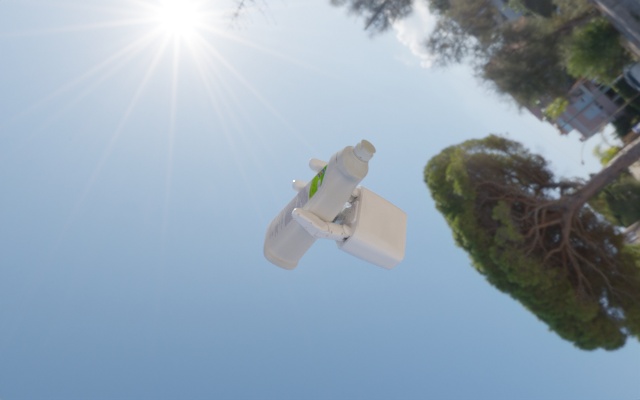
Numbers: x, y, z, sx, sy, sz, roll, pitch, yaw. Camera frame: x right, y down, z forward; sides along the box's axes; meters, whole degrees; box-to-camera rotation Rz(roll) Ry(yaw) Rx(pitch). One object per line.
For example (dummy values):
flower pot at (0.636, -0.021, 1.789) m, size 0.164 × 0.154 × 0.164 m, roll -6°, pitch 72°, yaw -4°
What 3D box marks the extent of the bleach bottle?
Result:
bleach bottle at (0.000, 0.002, 0.769) m, size 0.068 × 0.102 × 0.251 m, roll 28°, pitch -54°, yaw -21°
